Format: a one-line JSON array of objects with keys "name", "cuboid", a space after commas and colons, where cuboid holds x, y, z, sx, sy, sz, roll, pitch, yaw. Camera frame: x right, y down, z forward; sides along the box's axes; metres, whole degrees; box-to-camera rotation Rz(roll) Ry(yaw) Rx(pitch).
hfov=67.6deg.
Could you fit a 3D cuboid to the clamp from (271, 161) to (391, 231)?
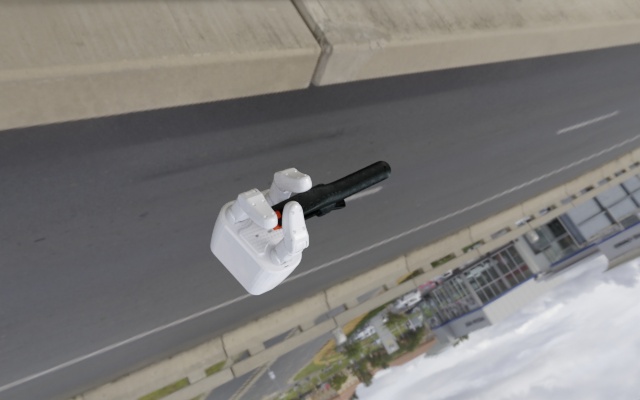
[{"name": "clamp", "cuboid": [0.000, 0.003, 0.612, 0.171, 0.039, 0.120, -20, -17, -30]}]
